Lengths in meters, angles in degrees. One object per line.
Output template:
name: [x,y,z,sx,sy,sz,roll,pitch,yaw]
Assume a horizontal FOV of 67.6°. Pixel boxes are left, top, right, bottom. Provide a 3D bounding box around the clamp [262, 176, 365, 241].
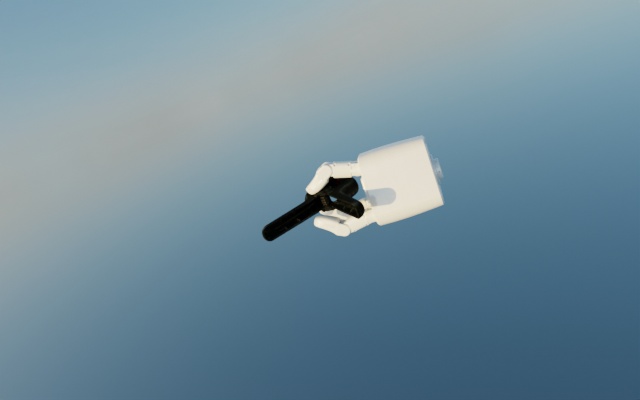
clamp: [0.000,0.002,0.776,0.164,0.036,0.210,-17,16,15]
